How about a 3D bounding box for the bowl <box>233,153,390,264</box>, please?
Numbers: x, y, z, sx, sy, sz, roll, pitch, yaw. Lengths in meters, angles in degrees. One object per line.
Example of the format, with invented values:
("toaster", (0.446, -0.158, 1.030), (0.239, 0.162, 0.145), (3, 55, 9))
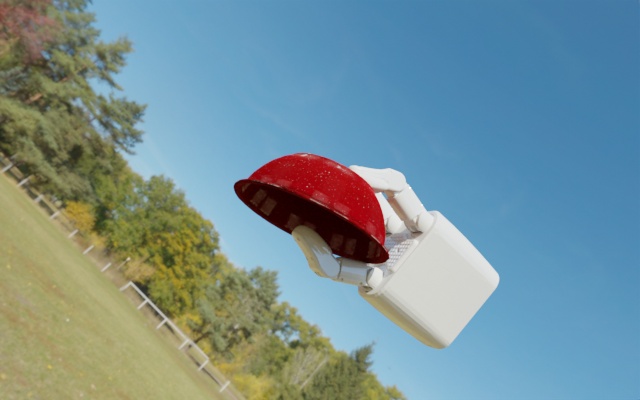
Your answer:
("bowl", (-0.001, 0.000, 0.460), (0.162, 0.055, 0.162), (23, -16, 7))
